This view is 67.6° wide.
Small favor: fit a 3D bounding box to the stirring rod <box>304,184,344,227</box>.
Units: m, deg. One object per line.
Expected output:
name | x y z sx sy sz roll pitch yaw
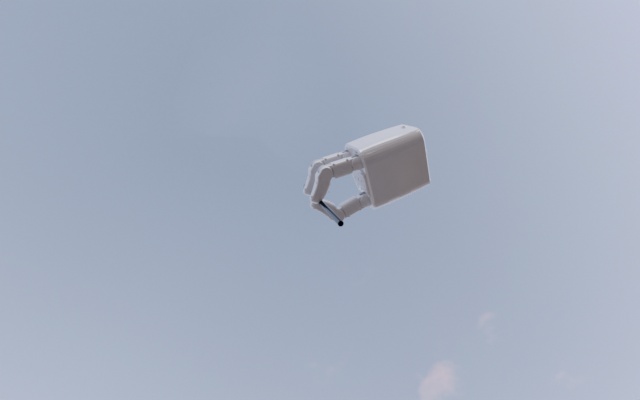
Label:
stirring rod | 0.000 0.002 0.736 0.011 0.011 0.239 0 13 -13
